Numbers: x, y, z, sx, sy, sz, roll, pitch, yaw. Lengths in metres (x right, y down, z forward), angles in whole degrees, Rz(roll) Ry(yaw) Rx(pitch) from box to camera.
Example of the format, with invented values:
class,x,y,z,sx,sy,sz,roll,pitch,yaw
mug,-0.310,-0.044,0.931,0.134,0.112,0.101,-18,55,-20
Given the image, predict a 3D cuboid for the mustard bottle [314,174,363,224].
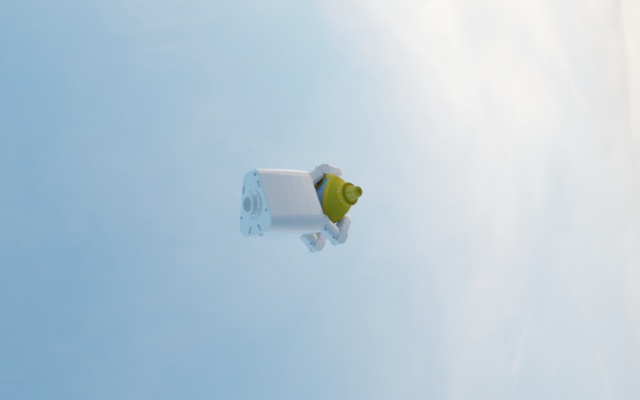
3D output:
class,x,y,z,sx,sy,sz,roll,pitch,yaw
mustard bottle,0.000,0.003,0.852,0.058,0.096,0.191,31,-30,-32
